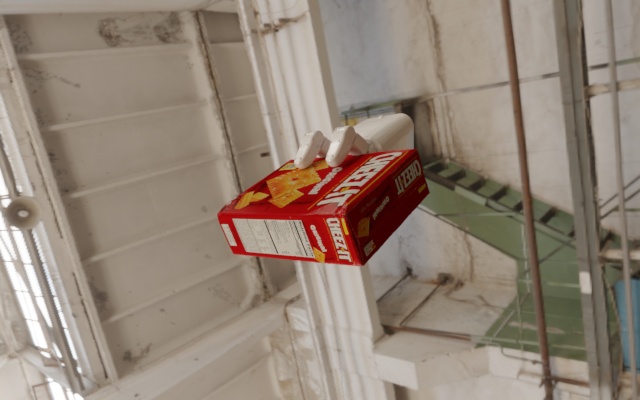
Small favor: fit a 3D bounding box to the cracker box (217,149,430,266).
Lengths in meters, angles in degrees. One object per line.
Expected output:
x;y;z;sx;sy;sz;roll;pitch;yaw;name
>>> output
0.000;0.002;0.597;0.213;0.072;0.164;-1;28;42;cracker box
